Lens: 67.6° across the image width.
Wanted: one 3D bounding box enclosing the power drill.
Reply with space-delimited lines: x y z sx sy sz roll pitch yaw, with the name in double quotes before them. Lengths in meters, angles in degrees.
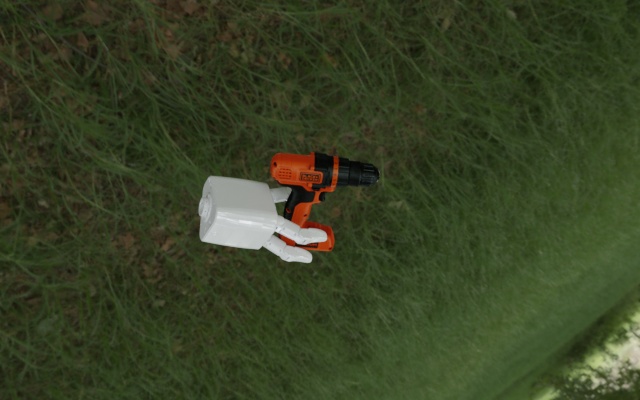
"power drill" 0.000 0.003 0.843 0.184 0.188 0.057 7 36 -4
